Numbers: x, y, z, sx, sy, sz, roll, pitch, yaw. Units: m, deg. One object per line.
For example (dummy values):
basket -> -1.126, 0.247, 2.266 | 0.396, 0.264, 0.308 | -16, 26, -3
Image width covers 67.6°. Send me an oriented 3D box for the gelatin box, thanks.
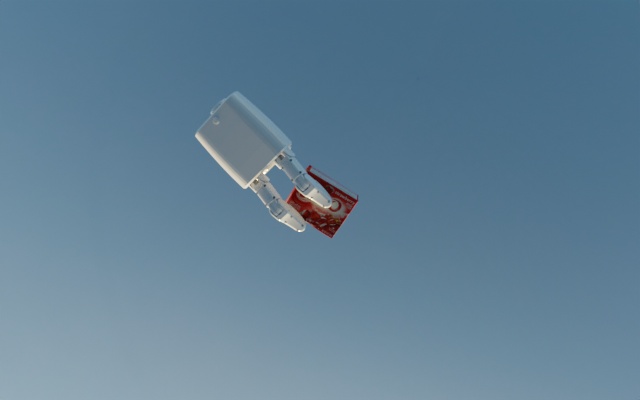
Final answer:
gelatin box -> 0.000, 0.002, 0.707 | 0.089, 0.073, 0.030 | 32, 20, -6
